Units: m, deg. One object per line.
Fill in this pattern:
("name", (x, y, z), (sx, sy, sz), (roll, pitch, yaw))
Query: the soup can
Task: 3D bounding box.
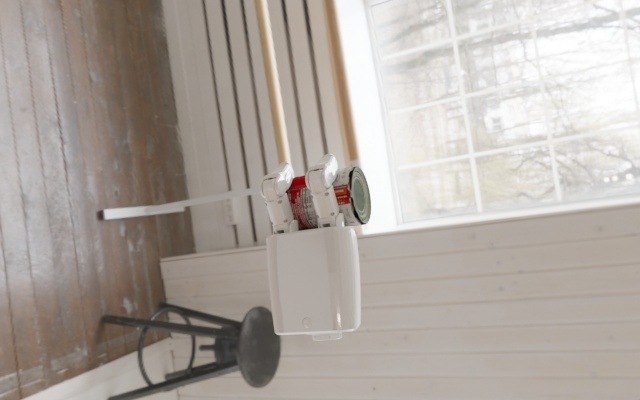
("soup can", (0.000, 0.001, 0.549), (0.102, 0.068, 0.068), (-9, -4, 23))
